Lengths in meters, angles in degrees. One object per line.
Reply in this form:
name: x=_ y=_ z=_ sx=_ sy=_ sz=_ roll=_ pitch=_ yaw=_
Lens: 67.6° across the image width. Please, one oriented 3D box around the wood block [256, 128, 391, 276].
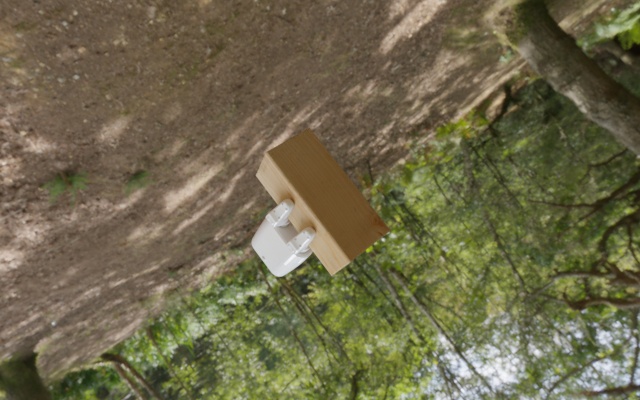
wood block: x=0.000 y=0.003 z=0.757 sx=0.091 sy=0.206 sz=0.090 roll=-34 pitch=-8 yaw=-28
